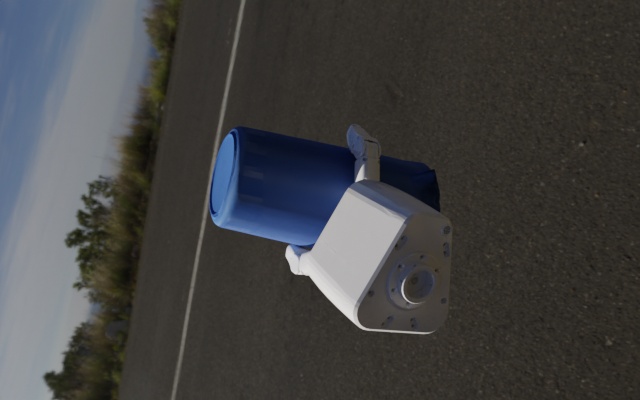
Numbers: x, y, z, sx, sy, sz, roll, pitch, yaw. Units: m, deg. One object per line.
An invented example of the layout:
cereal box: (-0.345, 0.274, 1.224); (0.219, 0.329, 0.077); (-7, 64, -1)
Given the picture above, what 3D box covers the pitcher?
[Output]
pitcher: (0.000, 0.002, 0.552); (0.243, 0.149, 0.145); (12, 11, -24)
